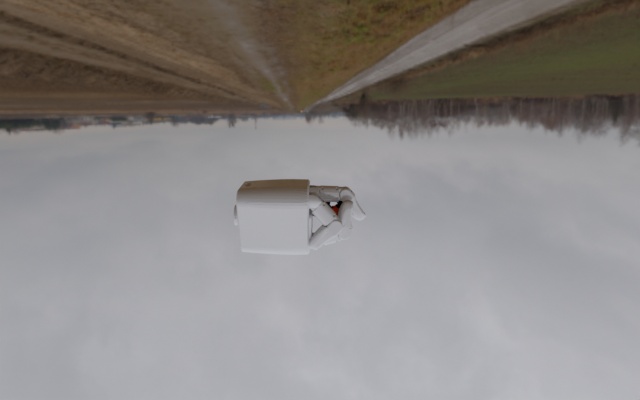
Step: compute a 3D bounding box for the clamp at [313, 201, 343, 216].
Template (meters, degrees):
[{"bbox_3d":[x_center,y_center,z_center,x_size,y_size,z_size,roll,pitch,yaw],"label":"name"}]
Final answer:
[{"bbox_3d":[0.000,0.003,0.821,0.120,0.039,0.171,2,11,0],"label":"clamp"}]
